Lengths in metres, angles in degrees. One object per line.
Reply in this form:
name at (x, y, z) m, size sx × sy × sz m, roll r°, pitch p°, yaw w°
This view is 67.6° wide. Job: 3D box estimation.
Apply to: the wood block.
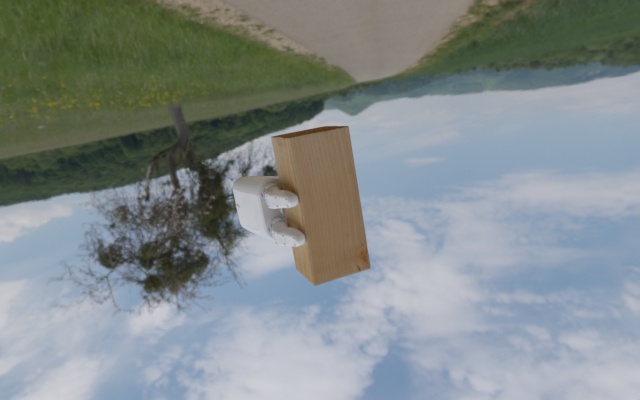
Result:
wood block at (0.000, 0.002, 0.688) m, size 0.091 × 0.206 × 0.090 m, roll -14°, pitch 13°, yaw -19°
